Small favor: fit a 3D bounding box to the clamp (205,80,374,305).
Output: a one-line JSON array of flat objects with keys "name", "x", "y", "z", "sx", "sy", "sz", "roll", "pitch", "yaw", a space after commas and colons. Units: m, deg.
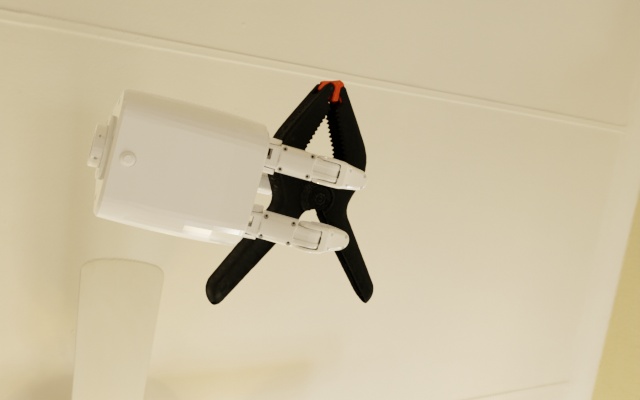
[{"name": "clamp", "x": 0.000, "y": 0.001, "z": 0.430, "sx": 0.164, "sy": 0.210, "sz": 0.036, "roll": 13, "pitch": 6, "yaw": -29}]
